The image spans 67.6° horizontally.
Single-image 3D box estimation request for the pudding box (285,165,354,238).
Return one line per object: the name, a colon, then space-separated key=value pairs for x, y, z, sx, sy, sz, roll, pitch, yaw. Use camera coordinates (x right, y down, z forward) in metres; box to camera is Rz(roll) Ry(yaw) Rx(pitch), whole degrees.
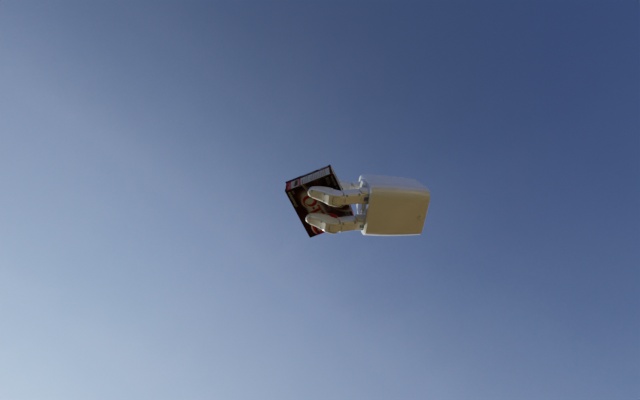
pudding box: x=0.000 y=0.003 z=0.841 sx=0.090 sy=0.113 sz=0.039 roll=-21 pitch=30 yaw=9
